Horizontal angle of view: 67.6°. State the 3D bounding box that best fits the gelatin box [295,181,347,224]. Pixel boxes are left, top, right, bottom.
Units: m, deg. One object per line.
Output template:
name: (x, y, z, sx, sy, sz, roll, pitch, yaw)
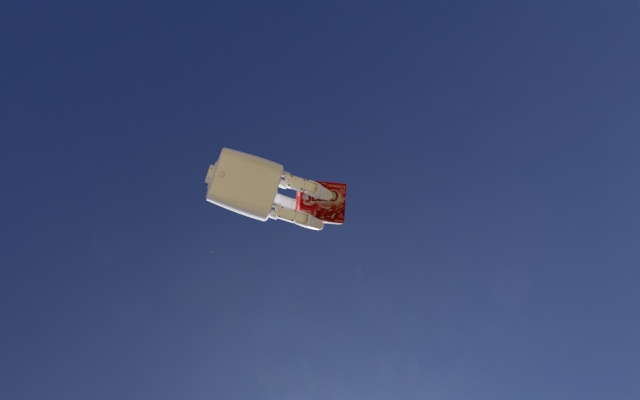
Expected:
gelatin box: (0.000, 0.003, 0.855, 0.089, 0.073, 0.030, 6, -5, -20)
